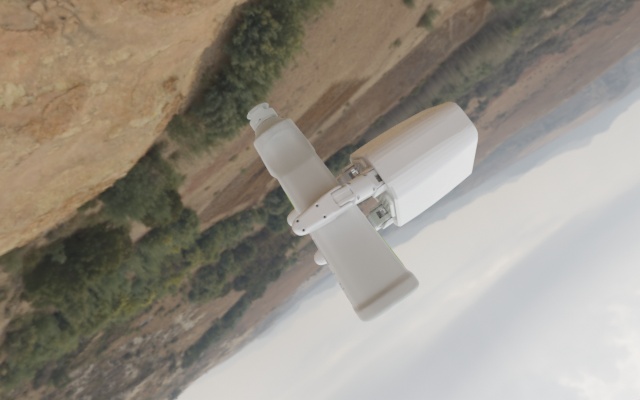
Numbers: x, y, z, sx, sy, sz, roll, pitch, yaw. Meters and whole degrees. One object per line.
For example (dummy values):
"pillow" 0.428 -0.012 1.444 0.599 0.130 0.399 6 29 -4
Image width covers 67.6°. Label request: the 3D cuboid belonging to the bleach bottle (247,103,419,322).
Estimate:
"bleach bottle" 0.000 0.002 0.498 0.068 0.251 0.102 -34 -9 -3
